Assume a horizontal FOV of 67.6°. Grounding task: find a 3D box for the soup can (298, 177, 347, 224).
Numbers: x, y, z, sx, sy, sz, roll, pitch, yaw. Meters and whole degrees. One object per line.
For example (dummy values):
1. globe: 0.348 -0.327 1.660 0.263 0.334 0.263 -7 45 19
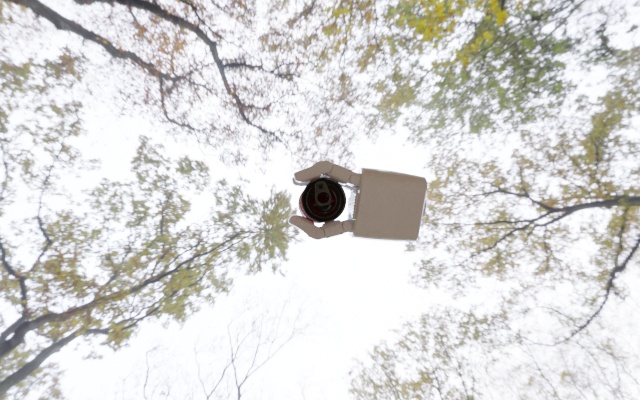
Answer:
1. soup can: 0.000 0.003 0.756 0.068 0.068 0.102 0 -4 -6
